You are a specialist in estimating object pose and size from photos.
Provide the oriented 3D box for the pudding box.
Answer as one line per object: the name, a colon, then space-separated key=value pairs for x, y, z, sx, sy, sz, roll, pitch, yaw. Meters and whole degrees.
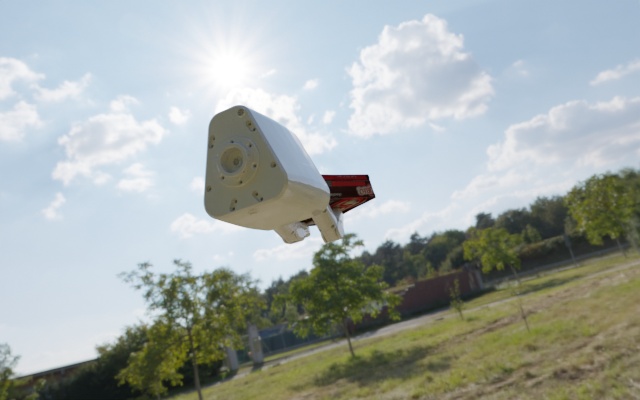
pudding box: x=0.000 y=0.002 z=0.616 sx=0.090 sy=0.039 sz=0.113 roll=-2 pitch=-18 yaw=-42
